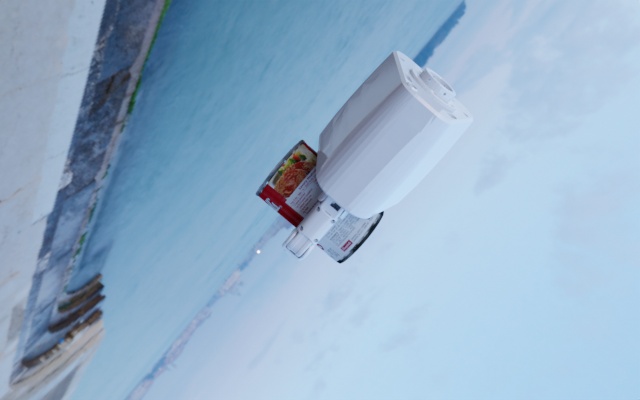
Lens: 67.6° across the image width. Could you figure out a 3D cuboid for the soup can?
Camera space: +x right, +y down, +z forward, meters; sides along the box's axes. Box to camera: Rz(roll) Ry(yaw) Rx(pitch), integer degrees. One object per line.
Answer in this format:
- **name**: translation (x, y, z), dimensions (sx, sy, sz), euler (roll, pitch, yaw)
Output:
- **soup can**: translation (0.000, 0.002, 0.446), dimensions (0.102, 0.068, 0.068), euler (40, -2, -2)
